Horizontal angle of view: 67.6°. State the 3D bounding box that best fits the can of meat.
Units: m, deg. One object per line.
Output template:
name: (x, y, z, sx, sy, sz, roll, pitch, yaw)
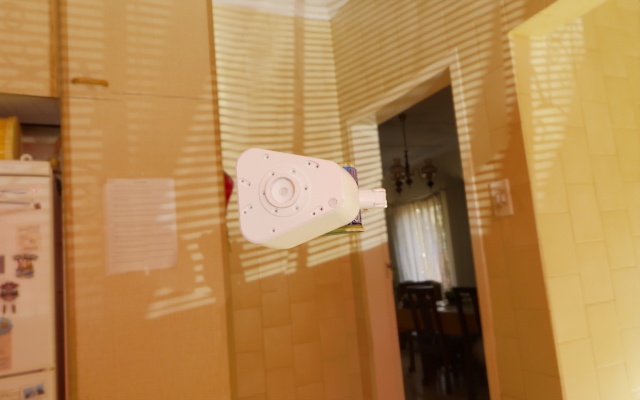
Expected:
can of meat: (0.000, 0.002, 0.596, 0.102, 0.084, 0.057, -7, -7, 12)
